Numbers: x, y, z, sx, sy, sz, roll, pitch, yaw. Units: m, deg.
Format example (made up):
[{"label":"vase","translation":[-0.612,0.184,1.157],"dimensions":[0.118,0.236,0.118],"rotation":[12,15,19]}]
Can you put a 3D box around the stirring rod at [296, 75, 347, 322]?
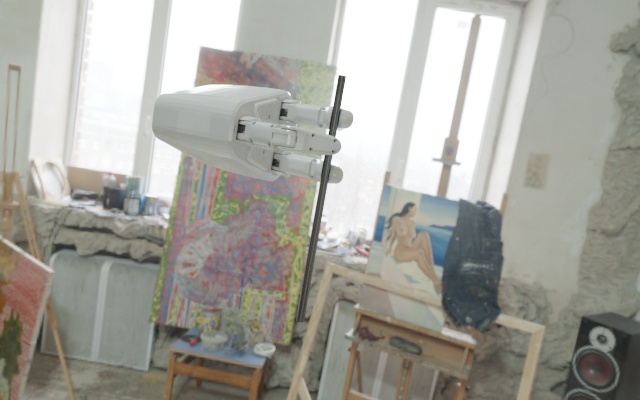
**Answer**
[{"label":"stirring rod","translation":[0.000,0.002,0.459],"dimensions":[0.011,0.239,0.011],"rotation":[10,7,-1]}]
